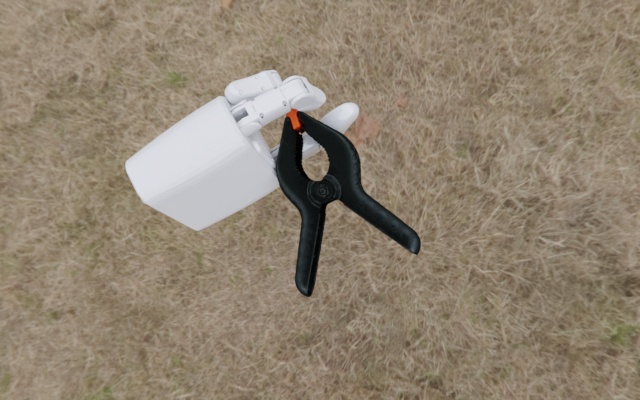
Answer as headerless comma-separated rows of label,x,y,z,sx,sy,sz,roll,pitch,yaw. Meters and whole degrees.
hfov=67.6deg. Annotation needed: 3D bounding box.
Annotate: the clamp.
clamp,0.000,0.001,0.441,0.120,0.171,0.039,-31,-10,5
